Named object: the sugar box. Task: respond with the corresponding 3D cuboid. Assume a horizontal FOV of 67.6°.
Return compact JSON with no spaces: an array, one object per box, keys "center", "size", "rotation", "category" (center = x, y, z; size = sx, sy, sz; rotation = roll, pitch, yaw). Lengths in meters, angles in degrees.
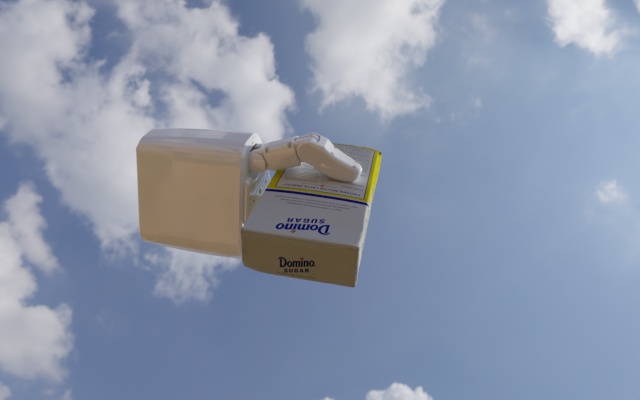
[{"center":[0.000,0.002,0.432],"size":[0.093,0.048,0.176],"rotation":[9,34,9],"category":"sugar box"}]
